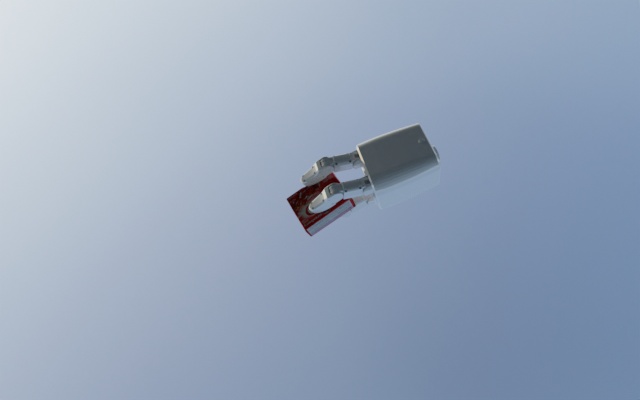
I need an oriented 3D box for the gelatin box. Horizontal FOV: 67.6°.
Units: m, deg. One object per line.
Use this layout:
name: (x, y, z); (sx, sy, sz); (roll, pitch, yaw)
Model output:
gelatin box: (0.000, 0.003, 0.761); (0.089, 0.073, 0.030); (-35, -36, 2)
